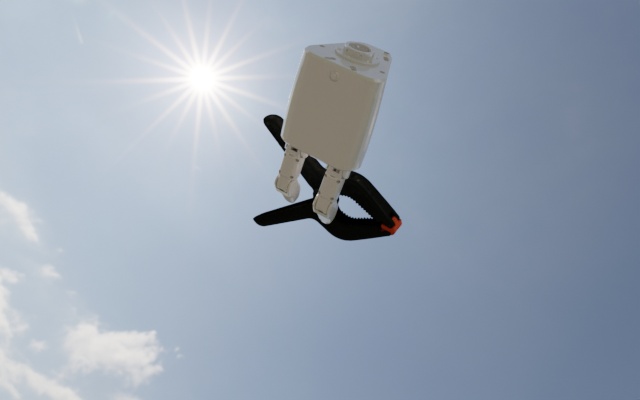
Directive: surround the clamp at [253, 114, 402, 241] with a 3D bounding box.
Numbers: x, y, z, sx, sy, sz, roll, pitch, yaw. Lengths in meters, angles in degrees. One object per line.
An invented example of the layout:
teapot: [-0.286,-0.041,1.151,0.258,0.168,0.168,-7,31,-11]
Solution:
clamp: [0.001,0.002,0.615,0.210,0.165,0.036,29,36,16]
